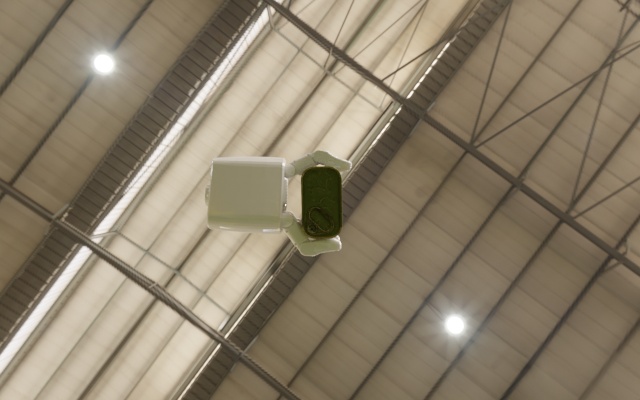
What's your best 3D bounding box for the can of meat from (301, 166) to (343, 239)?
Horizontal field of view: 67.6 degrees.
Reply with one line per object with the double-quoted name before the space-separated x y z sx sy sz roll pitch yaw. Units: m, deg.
"can of meat" 0.000 0.002 0.705 0.057 0.102 0.084 -1 1 -2
